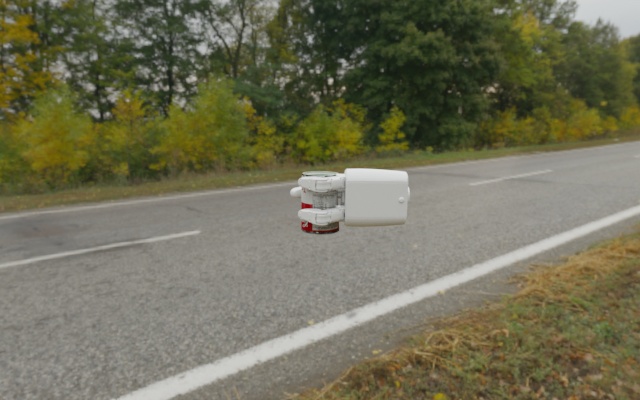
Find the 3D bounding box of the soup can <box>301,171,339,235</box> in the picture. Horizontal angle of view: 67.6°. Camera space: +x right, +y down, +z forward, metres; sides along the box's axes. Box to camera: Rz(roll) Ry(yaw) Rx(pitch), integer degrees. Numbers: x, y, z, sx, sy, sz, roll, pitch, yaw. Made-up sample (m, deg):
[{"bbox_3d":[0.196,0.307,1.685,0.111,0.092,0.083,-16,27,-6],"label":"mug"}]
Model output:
[{"bbox_3d":[0.000,0.002,0.838,0.068,0.102,0.068,1,10,0],"label":"soup can"}]
